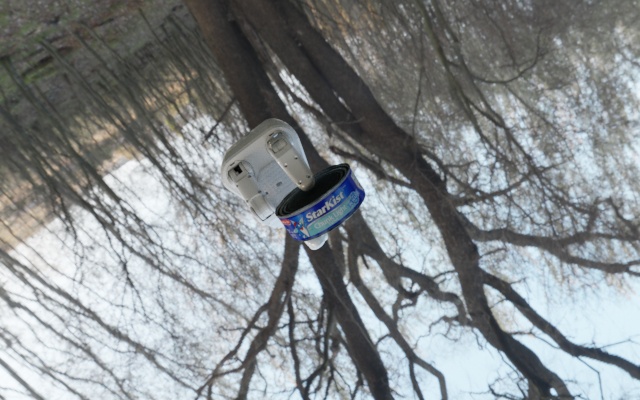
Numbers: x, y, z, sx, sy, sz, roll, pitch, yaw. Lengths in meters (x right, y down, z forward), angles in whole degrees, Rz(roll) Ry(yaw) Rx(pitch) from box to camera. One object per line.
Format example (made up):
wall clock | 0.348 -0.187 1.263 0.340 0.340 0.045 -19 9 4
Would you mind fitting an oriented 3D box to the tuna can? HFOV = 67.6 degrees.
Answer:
tuna can | 0.000 0.002 0.463 0.086 0.034 0.086 -31 16 10
